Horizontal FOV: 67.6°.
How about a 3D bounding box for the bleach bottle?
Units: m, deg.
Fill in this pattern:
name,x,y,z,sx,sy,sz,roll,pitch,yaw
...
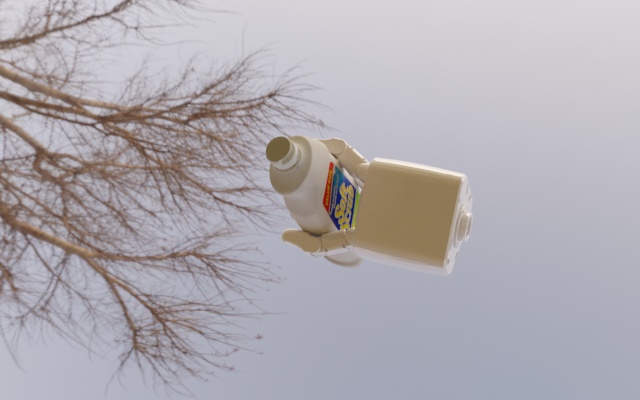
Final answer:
name,x,y,z,sx,sy,sz,roll,pitch,yaw
bleach bottle,0.000,0.002,0.581,0.068,0.102,0.251,12,-16,27
